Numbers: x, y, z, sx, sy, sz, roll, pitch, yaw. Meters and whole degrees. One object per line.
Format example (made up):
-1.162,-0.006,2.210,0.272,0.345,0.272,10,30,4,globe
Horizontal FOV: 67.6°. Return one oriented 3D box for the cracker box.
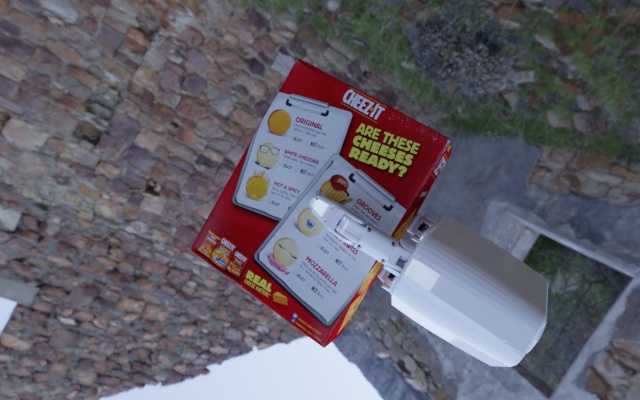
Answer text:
0.000,0.002,0.461,0.164,0.214,0.072,32,6,16,cracker box
